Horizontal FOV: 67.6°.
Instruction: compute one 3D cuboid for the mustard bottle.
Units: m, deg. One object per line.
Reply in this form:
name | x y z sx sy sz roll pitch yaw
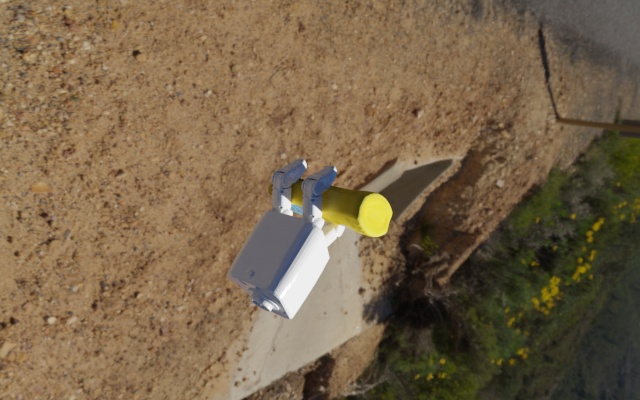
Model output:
mustard bottle | 0.000 0.002 0.689 0.191 0.058 0.096 14 -5 35
